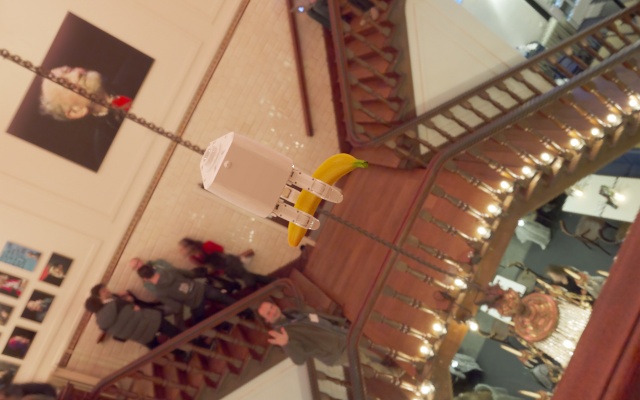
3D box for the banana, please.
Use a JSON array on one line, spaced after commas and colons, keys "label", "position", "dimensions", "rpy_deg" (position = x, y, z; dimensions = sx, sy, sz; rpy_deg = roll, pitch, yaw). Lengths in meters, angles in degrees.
[{"label": "banana", "position": [-0.003, -0.011, 0.803], "dimensions": [0.037, 0.198, 0.069], "rpy_deg": [25, 24, -34]}]
